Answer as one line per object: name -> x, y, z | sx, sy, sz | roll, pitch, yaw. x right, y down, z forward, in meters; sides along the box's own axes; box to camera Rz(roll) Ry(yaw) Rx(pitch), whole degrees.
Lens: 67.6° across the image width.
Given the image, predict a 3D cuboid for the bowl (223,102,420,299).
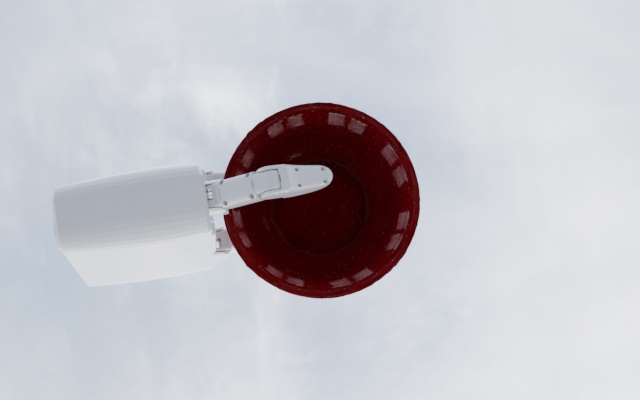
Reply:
bowl -> 0.001, 0.001, 0.411 | 0.162, 0.162, 0.055 | 0, -9, -2
